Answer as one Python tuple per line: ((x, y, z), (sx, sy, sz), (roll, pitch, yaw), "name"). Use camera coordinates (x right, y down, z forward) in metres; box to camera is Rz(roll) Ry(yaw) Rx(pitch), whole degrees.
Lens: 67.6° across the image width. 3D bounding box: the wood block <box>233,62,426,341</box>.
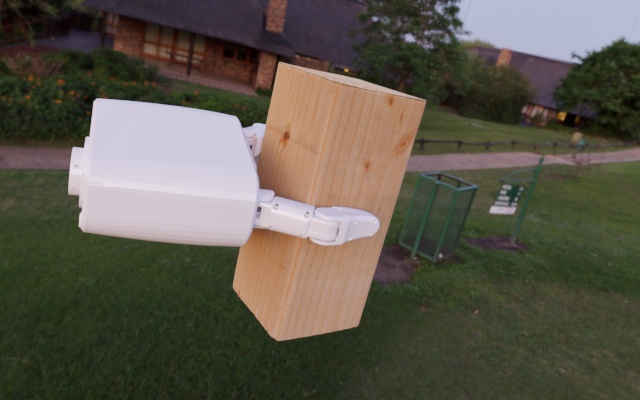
((0.000, 0.001, 0.405), (0.090, 0.206, 0.090), (1, 22, -36), "wood block")
